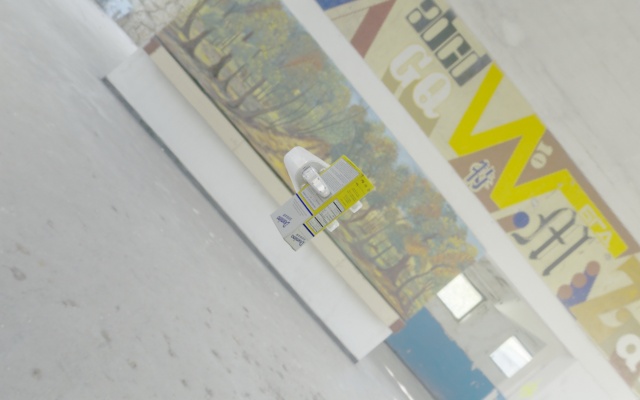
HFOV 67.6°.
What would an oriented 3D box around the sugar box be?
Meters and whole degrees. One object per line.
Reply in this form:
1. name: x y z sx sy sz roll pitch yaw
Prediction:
1. sugar box: 0.000 0.003 0.843 0.048 0.176 0.093 48 2 -33
